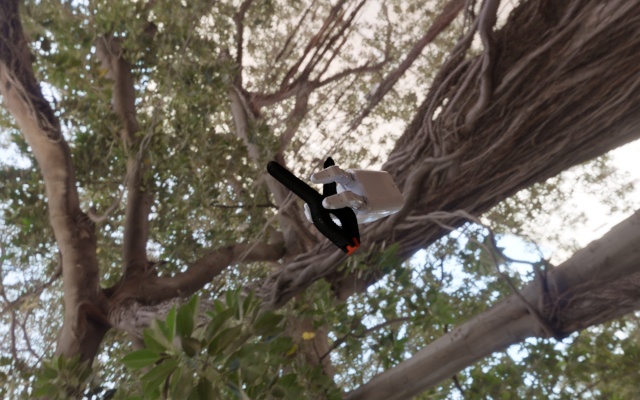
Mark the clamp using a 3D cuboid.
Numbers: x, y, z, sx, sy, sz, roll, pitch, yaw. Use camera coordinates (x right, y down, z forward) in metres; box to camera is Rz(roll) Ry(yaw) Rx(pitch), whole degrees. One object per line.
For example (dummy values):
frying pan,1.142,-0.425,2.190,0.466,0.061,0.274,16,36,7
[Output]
clamp,0.000,0.004,0.858,0.164,0.210,0.036,-2,-34,-41
